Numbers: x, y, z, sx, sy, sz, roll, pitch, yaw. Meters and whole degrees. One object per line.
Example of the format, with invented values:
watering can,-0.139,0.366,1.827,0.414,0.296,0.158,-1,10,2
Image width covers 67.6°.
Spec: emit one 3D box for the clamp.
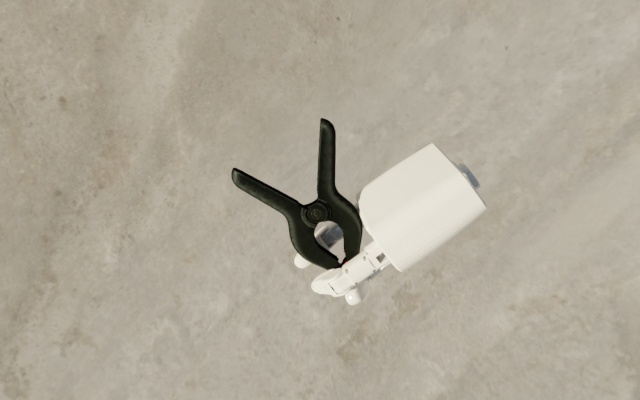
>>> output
clamp,0.000,0.002,0.510,0.120,0.171,0.039,-37,9,11
